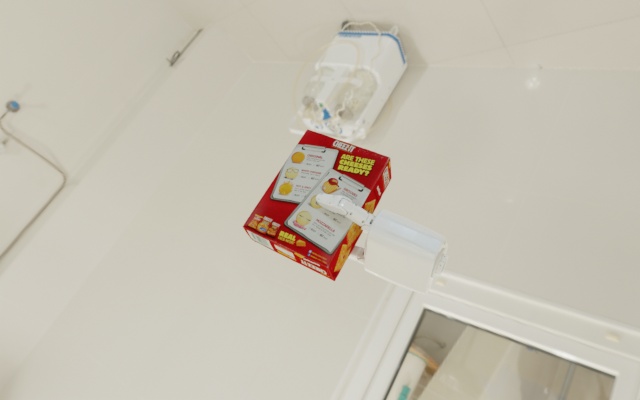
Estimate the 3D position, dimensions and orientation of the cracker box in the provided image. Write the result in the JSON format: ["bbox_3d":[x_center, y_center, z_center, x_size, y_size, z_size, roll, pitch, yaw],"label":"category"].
[{"bbox_3d":[0.000,0.003,0.797,0.164,0.213,0.072,22,-23,22],"label":"cracker box"}]
